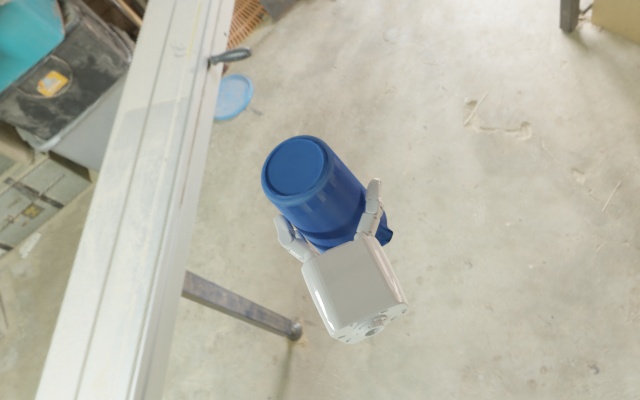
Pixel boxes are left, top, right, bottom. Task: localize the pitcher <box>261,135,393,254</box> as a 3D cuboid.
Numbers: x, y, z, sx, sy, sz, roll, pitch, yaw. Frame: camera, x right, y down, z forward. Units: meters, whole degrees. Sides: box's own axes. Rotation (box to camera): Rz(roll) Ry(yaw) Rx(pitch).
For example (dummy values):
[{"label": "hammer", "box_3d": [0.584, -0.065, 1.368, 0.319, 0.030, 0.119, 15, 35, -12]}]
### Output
[{"label": "pitcher", "box_3d": [0.000, 0.003, 0.735, 0.149, 0.145, 0.243, -28, -32, 9]}]
